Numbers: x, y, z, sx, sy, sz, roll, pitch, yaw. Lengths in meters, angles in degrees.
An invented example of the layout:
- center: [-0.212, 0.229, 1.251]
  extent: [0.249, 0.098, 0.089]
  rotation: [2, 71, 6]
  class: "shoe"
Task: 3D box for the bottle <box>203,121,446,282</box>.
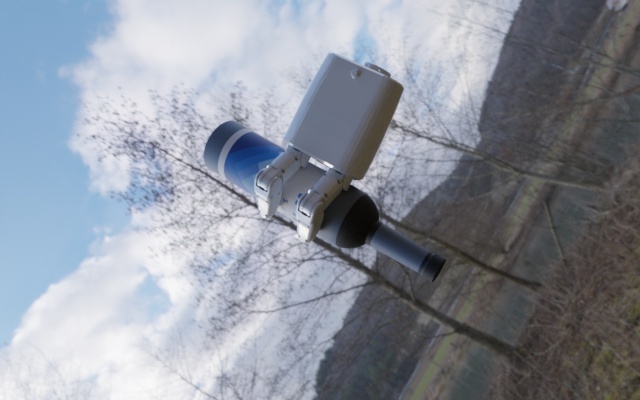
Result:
- center: [0.000, 0.002, 0.530]
  extent: [0.295, 0.069, 0.069]
  rotation: [30, 12, 21]
  class: "bottle"
